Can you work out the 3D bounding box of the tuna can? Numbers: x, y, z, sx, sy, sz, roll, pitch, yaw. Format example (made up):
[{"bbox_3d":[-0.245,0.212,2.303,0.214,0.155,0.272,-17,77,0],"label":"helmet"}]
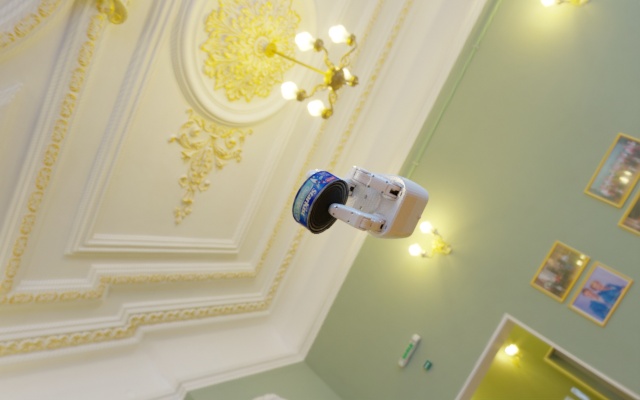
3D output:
[{"bbox_3d":[0.000,0.002,0.668,0.033,0.086,0.086,32,17,29],"label":"tuna can"}]
